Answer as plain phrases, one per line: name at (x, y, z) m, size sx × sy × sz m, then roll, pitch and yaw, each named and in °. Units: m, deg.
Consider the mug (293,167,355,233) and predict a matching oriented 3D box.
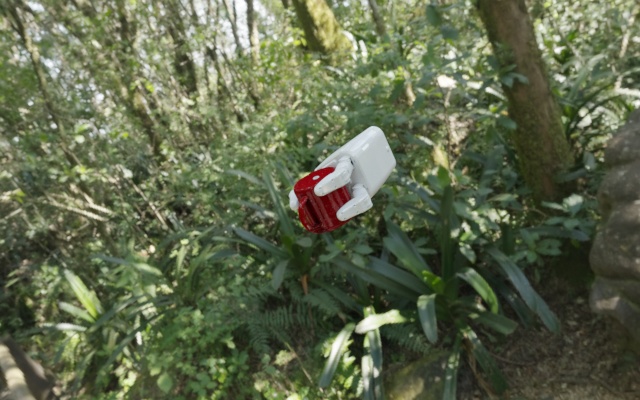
mug at (-0.001, 0.003, 0.794) m, size 0.093 × 0.081 × 0.117 m, roll -9°, pitch 26°, yaw 42°
